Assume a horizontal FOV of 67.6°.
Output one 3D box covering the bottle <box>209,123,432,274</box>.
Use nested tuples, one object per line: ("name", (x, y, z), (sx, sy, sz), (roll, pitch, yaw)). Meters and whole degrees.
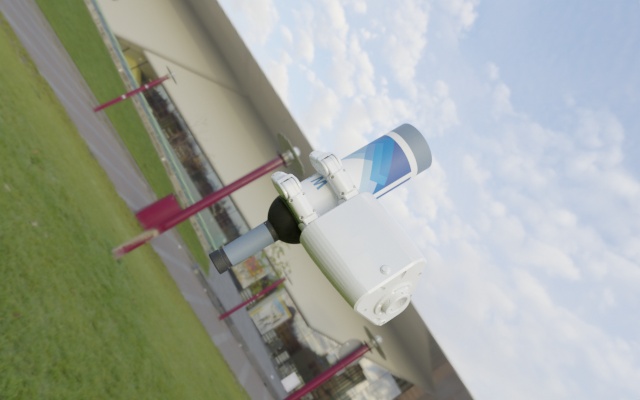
("bottle", (0.000, 0.002, 0.588), (0.295, 0.069, 0.069), (-30, 7, -12))
